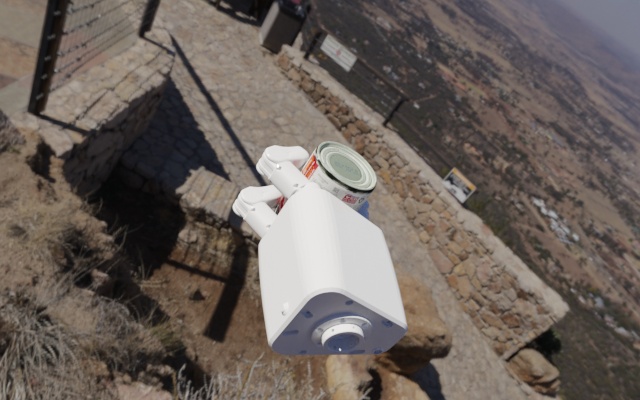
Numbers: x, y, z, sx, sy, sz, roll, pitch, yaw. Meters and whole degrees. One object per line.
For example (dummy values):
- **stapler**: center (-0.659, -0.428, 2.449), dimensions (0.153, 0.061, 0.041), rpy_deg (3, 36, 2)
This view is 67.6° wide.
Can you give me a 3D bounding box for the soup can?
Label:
- **soup can**: center (0.000, 0.001, 0.467), dimensions (0.068, 0.068, 0.102), rpy_deg (0, -43, -42)
